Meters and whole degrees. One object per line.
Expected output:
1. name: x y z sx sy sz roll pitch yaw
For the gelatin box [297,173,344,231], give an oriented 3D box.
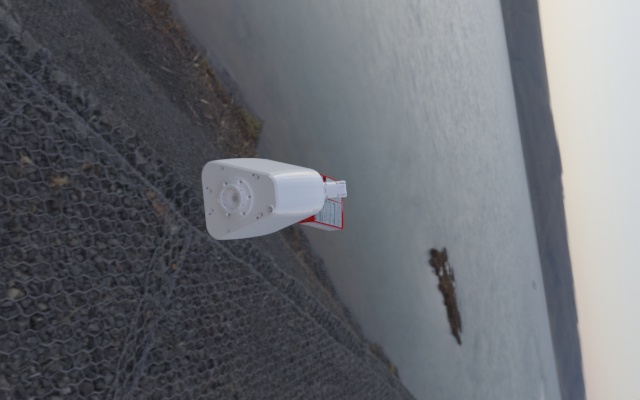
1. gelatin box: 0.001 0.002 0.693 0.030 0.073 0.089 -8 -14 31
